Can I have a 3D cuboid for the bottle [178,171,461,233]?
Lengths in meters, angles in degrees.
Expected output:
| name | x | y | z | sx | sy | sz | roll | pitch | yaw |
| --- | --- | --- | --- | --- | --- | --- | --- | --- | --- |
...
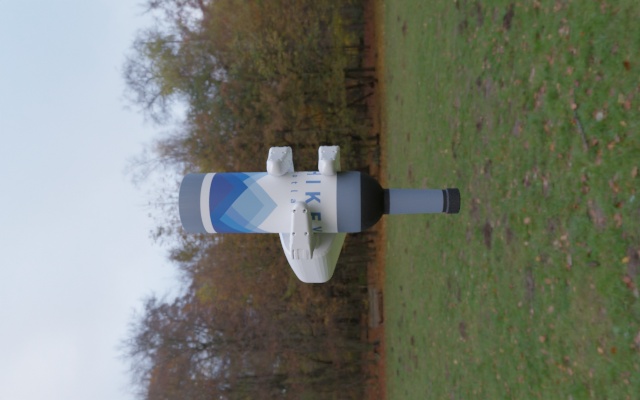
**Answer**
| name | x | y | z | sx | sy | sz | roll | pitch | yaw |
| --- | --- | --- | --- | --- | --- | --- | --- | --- | --- |
| bottle | 0.000 | 0.002 | 0.521 | 0.296 | 0.069 | 0.069 | 0 | 0 | 4 |
